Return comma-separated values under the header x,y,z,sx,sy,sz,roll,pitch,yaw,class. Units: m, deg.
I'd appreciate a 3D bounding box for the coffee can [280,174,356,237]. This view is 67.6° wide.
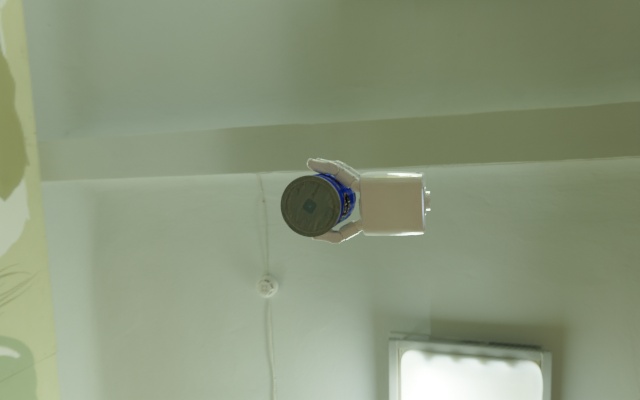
x,y,z,sx,sy,sz,roll,pitch,yaw,class
0.000,0.003,0.849,0.103,0.103,0.140,0,6,15,coffee can
